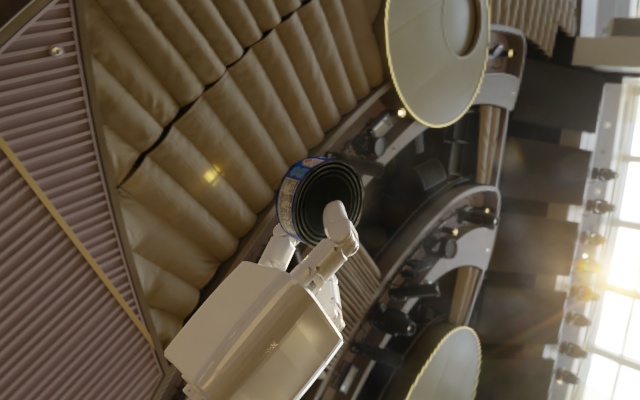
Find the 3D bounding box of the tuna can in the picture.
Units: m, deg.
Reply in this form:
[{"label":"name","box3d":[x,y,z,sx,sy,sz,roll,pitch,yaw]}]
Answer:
[{"label":"tuna can","box3d":[0.000,0.001,0.455,0.086,0.086,0.033,0,12,-40]}]
